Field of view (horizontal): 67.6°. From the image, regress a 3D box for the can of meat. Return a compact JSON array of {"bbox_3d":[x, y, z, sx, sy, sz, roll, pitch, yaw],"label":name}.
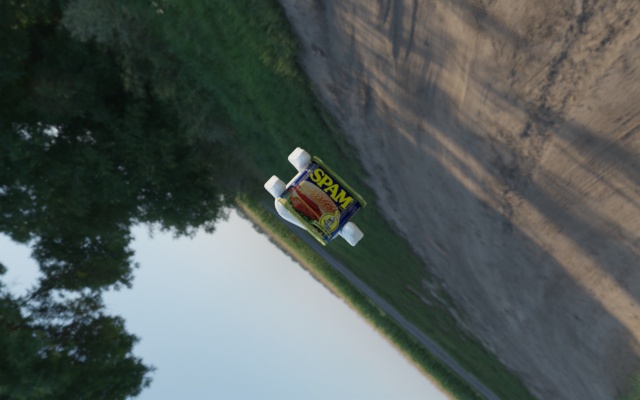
[{"bbox_3d":[0.000,0.003,0.688,0.102,0.084,0.057,43,-6,4],"label":"can of meat"}]
